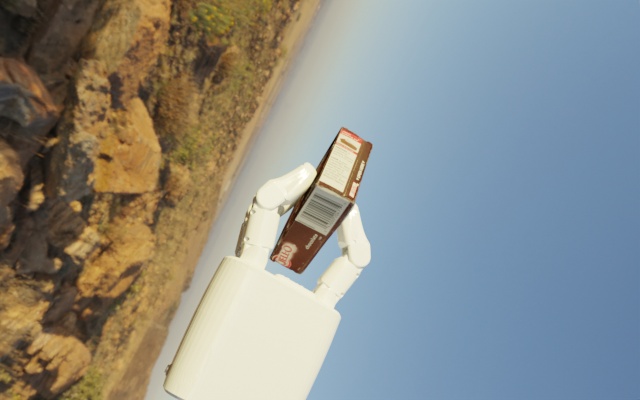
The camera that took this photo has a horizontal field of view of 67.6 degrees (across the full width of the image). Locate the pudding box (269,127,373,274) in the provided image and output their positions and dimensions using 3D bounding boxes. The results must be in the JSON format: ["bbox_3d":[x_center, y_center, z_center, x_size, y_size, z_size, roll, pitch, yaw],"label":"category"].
[{"bbox_3d":[0.000,0.002,0.440,0.039,0.090,0.113,29,-48,-7],"label":"pudding box"}]
